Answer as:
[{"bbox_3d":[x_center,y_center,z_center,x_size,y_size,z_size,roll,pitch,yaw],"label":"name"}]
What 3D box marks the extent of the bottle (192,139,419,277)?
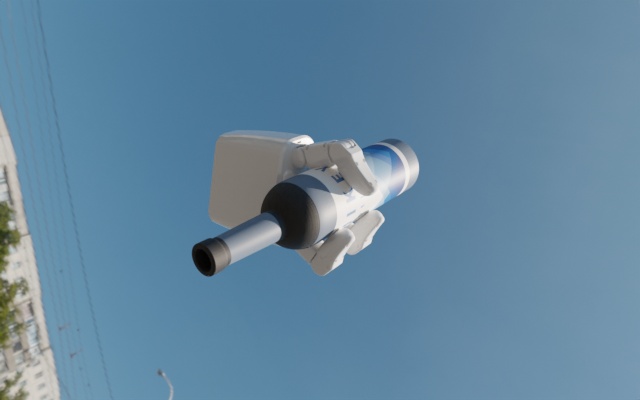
[{"bbox_3d":[0.000,0.001,0.469,0.069,0.069,0.295,0,17,39],"label":"bottle"}]
